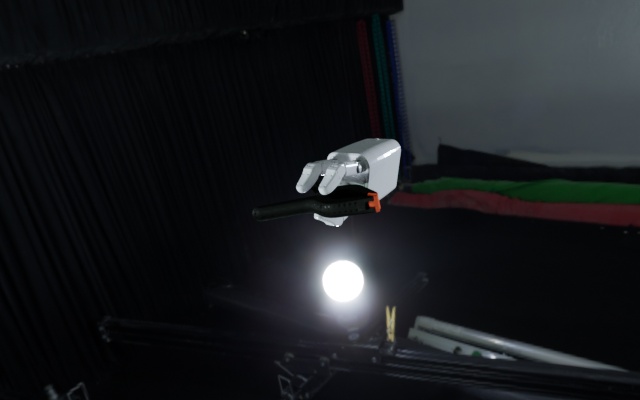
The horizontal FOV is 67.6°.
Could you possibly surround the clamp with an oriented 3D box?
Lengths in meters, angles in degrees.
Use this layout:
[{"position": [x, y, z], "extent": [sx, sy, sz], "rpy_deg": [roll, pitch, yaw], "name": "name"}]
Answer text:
[{"position": [0.001, 0.003, 0.792], "extent": [0.210, 0.036, 0.164], "rpy_deg": [7, 28, 44], "name": "clamp"}]
